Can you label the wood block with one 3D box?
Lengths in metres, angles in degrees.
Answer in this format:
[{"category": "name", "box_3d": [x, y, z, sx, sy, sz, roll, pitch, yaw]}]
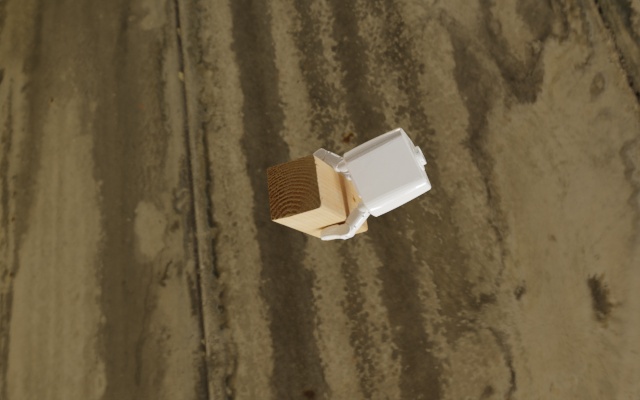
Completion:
[{"category": "wood block", "box_3d": [0.001, 0.003, 0.830, 0.090, 0.090, 0.206, -15, -19, 22]}]
